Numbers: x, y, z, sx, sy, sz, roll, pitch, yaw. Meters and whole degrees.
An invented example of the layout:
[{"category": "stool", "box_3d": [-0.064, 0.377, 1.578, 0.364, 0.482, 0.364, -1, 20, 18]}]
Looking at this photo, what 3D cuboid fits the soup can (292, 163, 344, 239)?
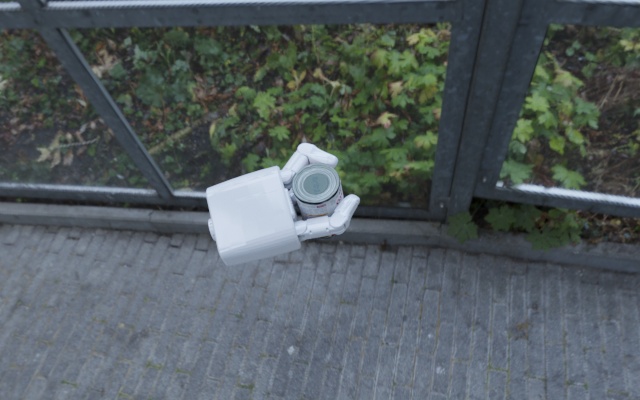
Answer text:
[{"category": "soup can", "box_3d": [0.001, 0.002, 0.682, 0.068, 0.068, 0.102, 0, -32, 9]}]
